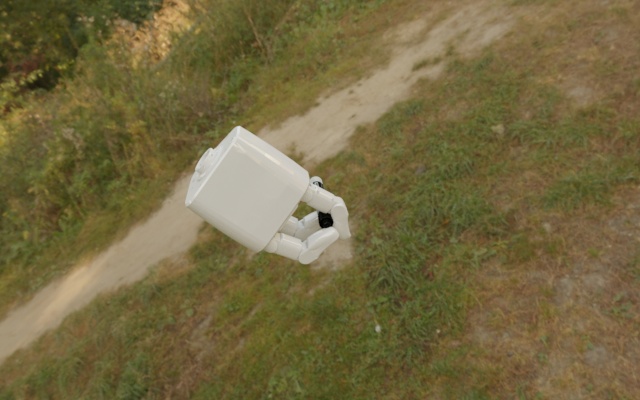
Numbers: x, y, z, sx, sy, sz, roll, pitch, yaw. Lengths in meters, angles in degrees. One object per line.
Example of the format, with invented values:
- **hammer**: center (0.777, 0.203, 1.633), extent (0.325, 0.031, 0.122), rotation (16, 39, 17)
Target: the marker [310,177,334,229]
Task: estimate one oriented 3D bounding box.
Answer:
- **marker**: center (0.000, 0.002, 0.642), extent (0.020, 0.020, 0.121), rotation (0, 29, -8)
